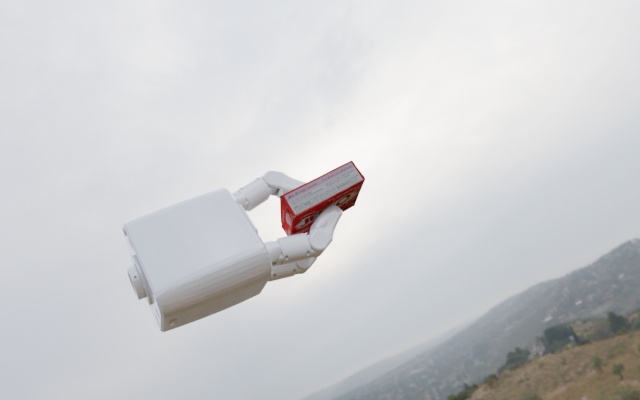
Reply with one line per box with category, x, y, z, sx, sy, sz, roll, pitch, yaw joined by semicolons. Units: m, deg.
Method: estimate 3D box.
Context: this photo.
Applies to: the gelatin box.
gelatin box;0.000;0.001;0.514;0.089;0.030;0.073;-28;-17;-15
